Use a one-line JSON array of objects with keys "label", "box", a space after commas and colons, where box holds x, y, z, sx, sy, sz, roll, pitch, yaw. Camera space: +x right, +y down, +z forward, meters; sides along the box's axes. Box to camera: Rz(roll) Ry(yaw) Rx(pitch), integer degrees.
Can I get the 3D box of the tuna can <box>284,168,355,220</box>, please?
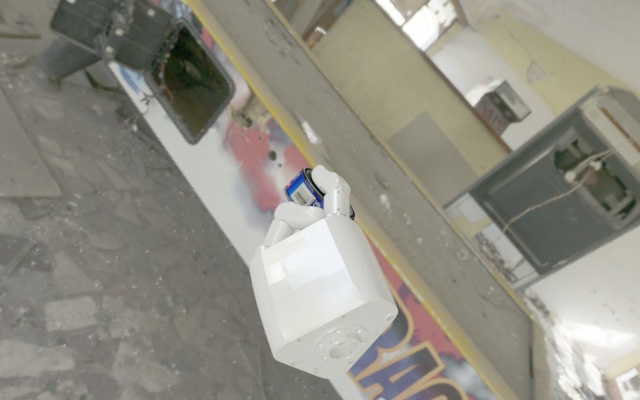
[{"label": "tuna can", "box": [0.000, 0.001, 0.557, 0.034, 0.086, 0.086, -45, -15, 15]}]
